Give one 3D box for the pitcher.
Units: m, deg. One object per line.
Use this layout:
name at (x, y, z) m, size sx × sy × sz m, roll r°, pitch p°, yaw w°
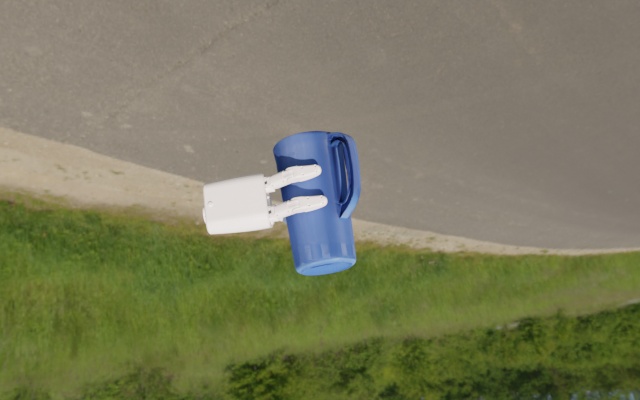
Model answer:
pitcher at (0.000, 0.003, 0.858) m, size 0.145 × 0.242 × 0.149 m, roll -8°, pitch -18°, yaw -4°
